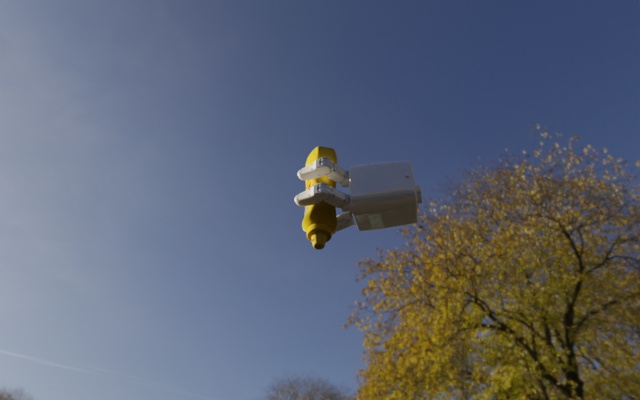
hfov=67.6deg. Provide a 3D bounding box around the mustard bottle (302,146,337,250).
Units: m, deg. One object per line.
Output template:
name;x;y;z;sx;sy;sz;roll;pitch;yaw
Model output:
mustard bottle;0.000;0.003;0.828;0.058;0.191;0.096;9;-42;-9
